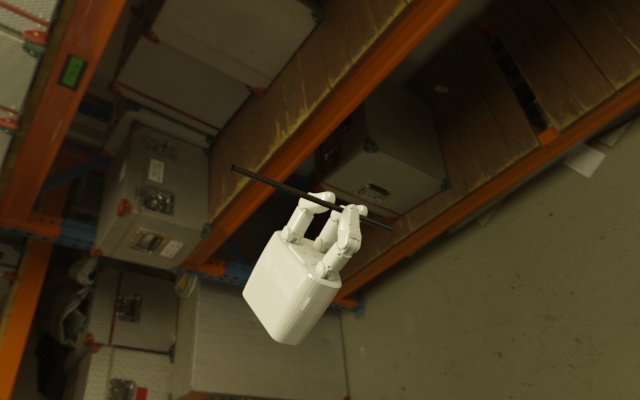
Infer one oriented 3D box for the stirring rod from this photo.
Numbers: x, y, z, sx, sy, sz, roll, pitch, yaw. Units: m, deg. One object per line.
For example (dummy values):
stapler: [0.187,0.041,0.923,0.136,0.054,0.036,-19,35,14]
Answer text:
stirring rod: [0.000,0.002,0.581,0.239,0.011,0.011,21,-12,-32]
